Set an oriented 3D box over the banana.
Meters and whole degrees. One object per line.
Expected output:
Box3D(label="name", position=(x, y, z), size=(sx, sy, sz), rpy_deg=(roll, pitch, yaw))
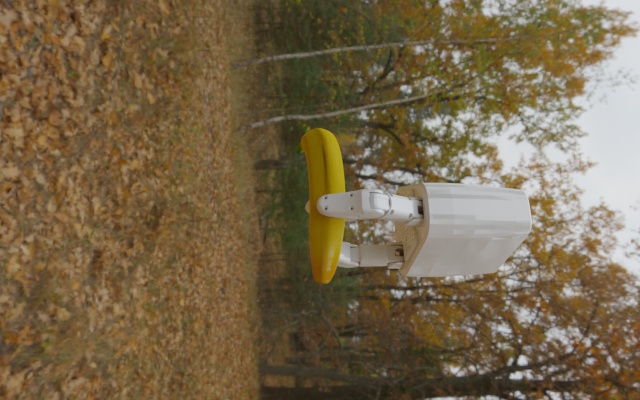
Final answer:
Box3D(label="banana", position=(0.003, -0.014, 0.486), size=(0.037, 0.197, 0.070), rpy_deg=(3, -44, -10))
